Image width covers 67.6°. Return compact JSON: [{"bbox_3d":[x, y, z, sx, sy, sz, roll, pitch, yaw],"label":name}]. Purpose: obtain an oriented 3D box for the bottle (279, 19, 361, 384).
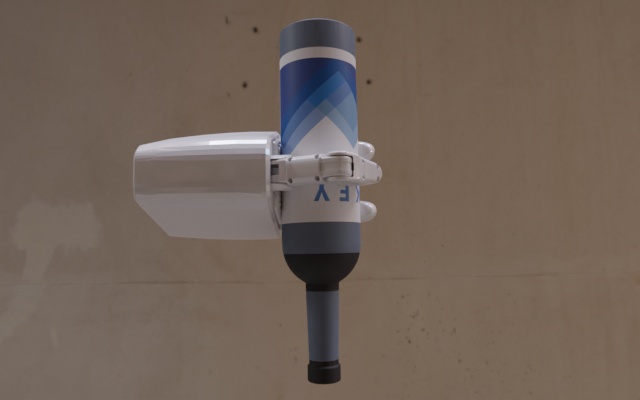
[{"bbox_3d":[0.000,0.001,0.407,0.069,0.295,0.069,-1,-6,0],"label":"bottle"}]
